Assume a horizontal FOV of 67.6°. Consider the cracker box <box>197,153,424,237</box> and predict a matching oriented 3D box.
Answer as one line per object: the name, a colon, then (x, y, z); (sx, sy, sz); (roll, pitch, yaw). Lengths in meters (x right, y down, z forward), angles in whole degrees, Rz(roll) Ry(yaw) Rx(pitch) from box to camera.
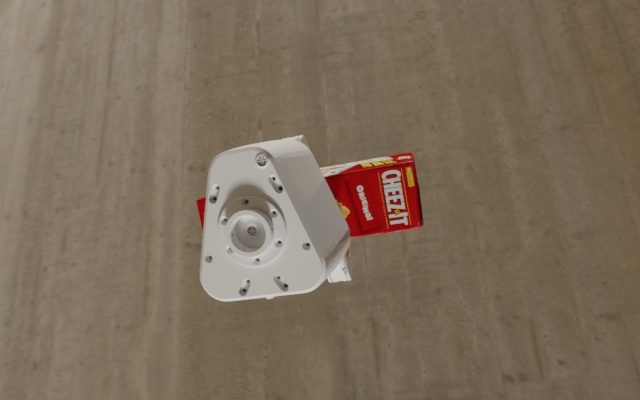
cracker box: (0.000, 0.002, 0.525); (0.214, 0.072, 0.164); (-9, 7, 11)
